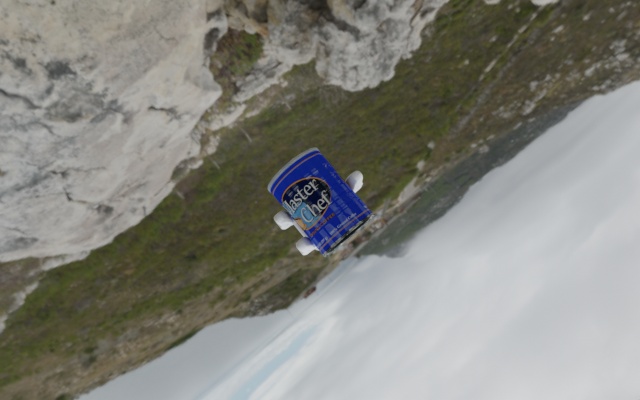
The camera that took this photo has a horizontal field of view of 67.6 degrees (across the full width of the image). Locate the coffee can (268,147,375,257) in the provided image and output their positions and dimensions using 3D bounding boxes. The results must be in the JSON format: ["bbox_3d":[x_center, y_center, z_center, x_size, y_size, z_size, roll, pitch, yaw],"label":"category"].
[{"bbox_3d":[0.000,0.002,0.747,0.103,0.140,0.103,-39,-10,-8],"label":"coffee can"}]
